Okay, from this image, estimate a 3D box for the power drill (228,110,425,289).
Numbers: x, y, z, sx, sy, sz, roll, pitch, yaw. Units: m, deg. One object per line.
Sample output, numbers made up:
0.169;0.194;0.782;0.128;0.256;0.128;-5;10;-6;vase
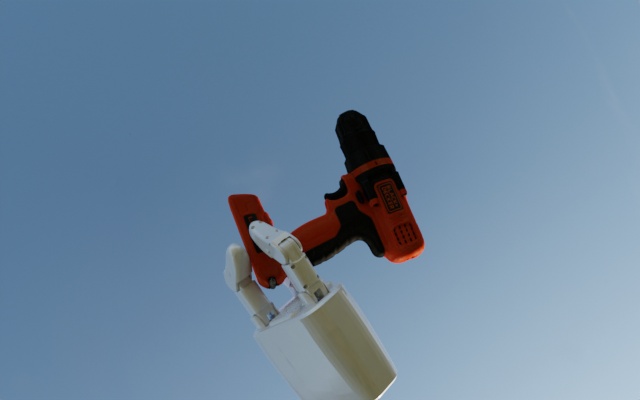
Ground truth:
0.000;0.002;0.519;0.187;0.184;0.057;-20;-17;-10;power drill
